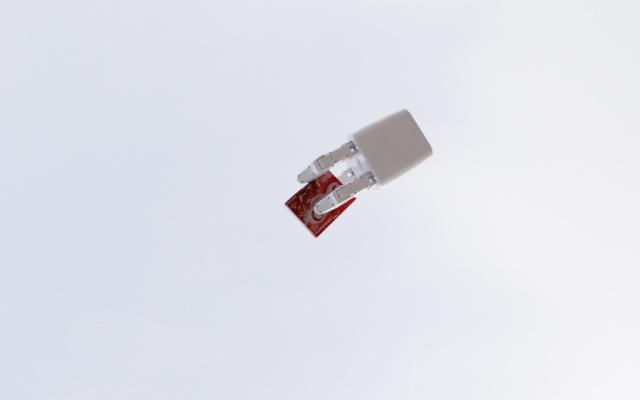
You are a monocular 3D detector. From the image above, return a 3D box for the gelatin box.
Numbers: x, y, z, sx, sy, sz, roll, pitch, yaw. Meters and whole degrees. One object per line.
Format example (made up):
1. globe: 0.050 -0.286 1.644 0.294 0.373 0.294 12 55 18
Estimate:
1. gelatin box: 0.000 0.003 0.739 0.089 0.073 0.030 -43 -2 -9
